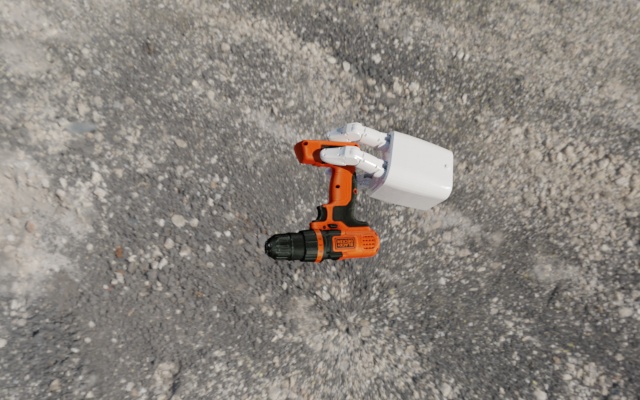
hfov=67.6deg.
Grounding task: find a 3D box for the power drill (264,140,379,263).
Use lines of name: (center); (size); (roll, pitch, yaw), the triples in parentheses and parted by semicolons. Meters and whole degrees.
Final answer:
power drill: (0.000, 0.002, 0.746); (0.184, 0.187, 0.057); (0, -7, -23)
